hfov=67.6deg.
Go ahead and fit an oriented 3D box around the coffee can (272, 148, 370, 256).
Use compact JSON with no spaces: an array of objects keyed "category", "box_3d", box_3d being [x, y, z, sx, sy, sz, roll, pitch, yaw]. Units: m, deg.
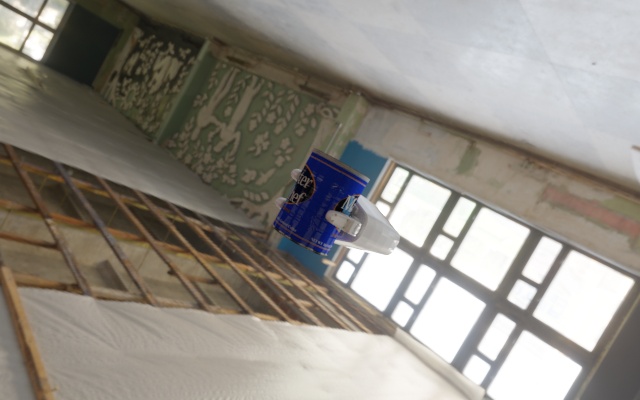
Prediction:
[{"category":"coffee can","box_3d":[0.000,0.002,0.760,0.103,0.140,0.103,29,3,-1]}]
